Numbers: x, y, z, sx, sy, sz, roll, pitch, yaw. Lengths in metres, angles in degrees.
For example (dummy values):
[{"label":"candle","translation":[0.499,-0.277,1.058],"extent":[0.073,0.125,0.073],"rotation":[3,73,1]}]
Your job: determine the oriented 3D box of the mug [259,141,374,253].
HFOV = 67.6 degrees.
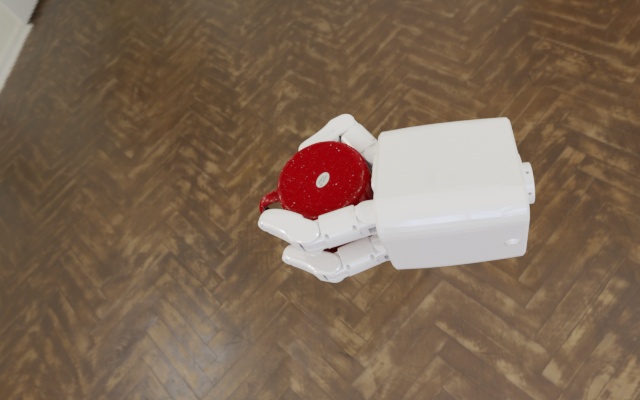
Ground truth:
[{"label":"mug","translation":[-0.001,0.001,0.438],"extent":[0.117,0.093,0.081],"rotation":[-7,-31,16]}]
